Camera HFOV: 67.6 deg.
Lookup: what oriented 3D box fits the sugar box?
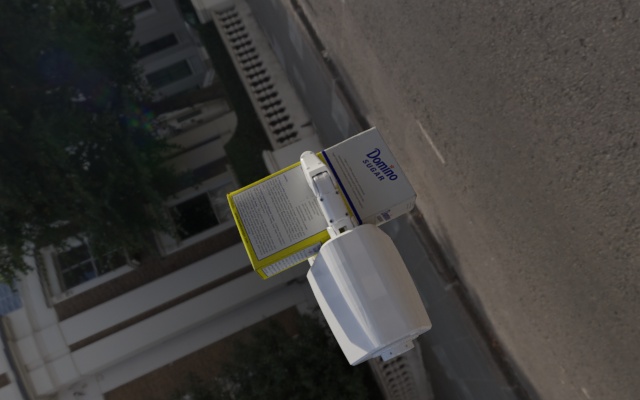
[{"bbox_3d":[0.000,0.002,0.499,0.176,0.093,0.048,-23,-24,-6],"label":"sugar box"}]
